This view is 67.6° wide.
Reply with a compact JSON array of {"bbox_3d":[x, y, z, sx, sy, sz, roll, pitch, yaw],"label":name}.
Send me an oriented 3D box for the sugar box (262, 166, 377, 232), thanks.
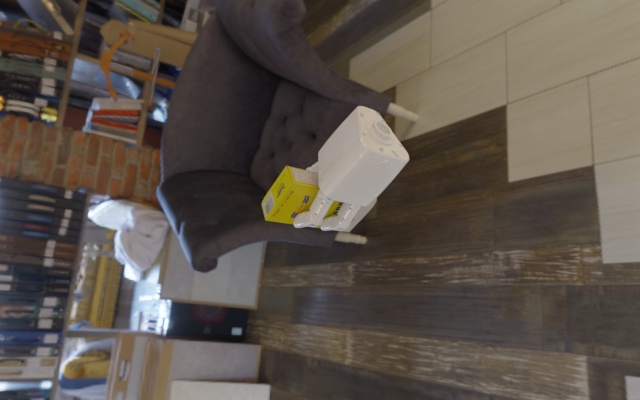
[{"bbox_3d":[0.000,0.003,0.795,0.176,0.048,0.093,12,-47,-33],"label":"sugar box"}]
